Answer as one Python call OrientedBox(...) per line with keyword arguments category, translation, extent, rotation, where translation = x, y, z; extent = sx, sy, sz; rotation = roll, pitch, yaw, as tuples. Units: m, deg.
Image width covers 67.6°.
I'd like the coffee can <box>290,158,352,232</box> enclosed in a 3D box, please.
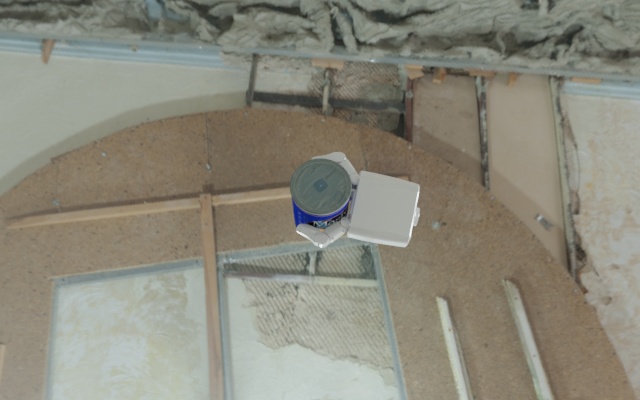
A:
OrientedBox(category="coffee can", translation=(0.000, 0.003, 0.850), extent=(0.103, 0.102, 0.140), rotation=(0, -23, 0))
